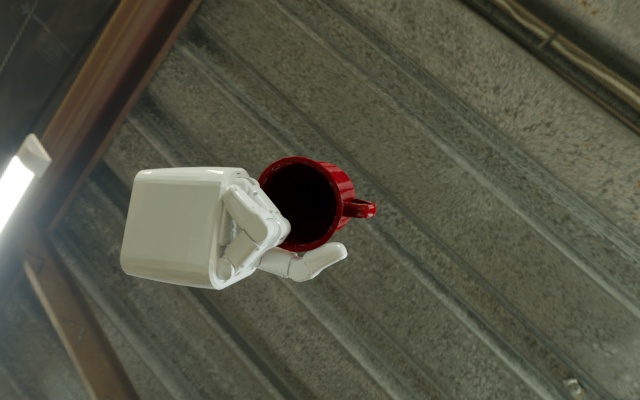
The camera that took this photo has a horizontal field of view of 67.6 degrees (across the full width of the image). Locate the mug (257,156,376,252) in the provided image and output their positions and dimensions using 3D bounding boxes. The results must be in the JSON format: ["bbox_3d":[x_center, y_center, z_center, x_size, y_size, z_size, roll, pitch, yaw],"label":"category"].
[{"bbox_3d":[0.002,0.002,0.492,0.117,0.093,0.081,5,7,18],"label":"mug"}]
